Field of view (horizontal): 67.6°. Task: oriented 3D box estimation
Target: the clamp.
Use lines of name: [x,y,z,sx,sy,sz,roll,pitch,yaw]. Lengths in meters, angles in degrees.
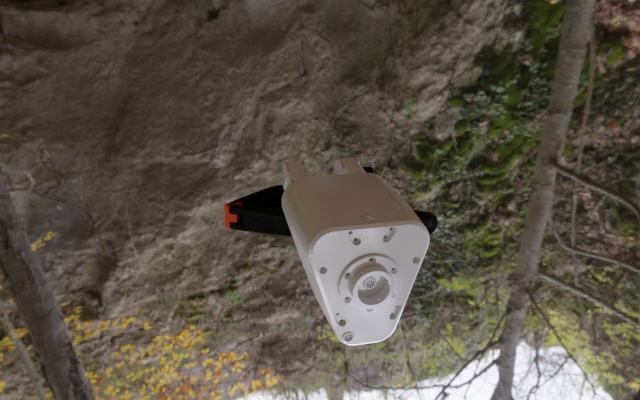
clamp: [0.000,0.003,0.529,0.210,0.036,0.164,-4,23,-12]
